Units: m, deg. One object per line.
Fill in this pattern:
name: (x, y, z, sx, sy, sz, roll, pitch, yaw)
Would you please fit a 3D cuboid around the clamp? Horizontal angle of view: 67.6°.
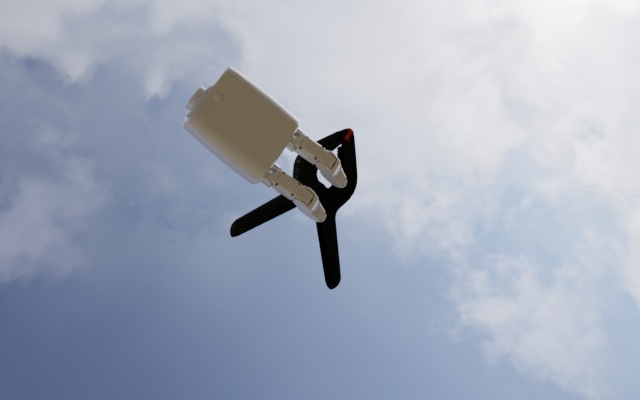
clamp: (0.000, 0.002, 0.631, 0.164, 0.210, 0.036, 39, -19, -22)
